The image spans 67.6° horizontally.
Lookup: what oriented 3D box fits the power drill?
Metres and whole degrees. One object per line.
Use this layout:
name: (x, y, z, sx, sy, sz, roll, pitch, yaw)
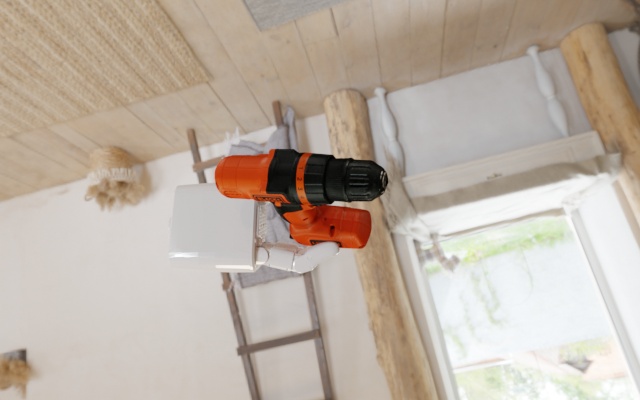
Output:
power drill: (0.000, 0.002, 0.540, 0.184, 0.057, 0.188, 5, -21, 23)
